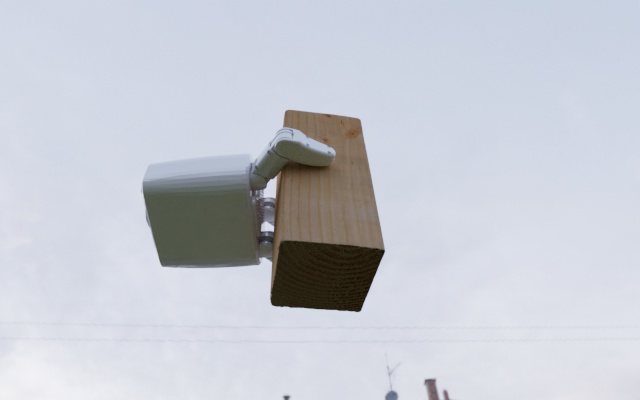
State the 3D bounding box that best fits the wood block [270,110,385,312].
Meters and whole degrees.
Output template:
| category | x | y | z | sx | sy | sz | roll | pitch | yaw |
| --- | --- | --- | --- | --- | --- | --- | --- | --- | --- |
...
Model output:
| category | x | y | z | sx | sy | sz | roll | pitch | yaw |
| --- | --- | --- | --- | --- | --- | --- | --- | --- | --- |
| wood block | 0.000 | 0.001 | 0.494 | 0.090 | 0.091 | 0.206 | 6 | 41 | -8 |
